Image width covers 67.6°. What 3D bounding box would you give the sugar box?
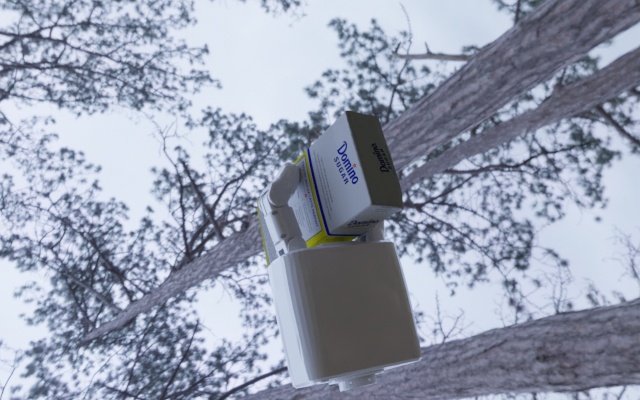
[{"bbox_3d":[0.000,0.002,0.464,0.048,0.093,0.176,5,-28,-37],"label":"sugar box"}]
